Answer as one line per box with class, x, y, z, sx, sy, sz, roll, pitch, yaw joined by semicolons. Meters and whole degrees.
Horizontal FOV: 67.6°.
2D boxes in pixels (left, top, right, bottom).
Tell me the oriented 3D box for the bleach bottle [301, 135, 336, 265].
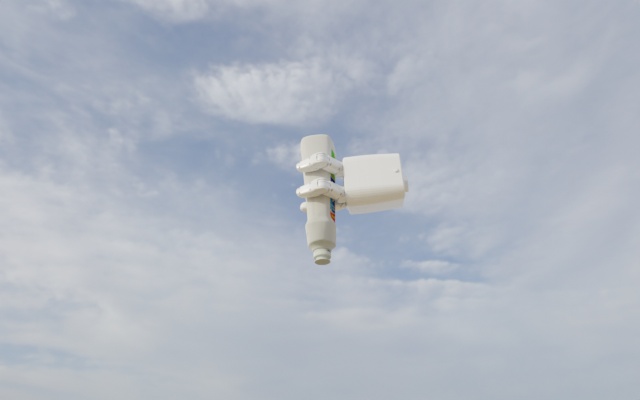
bleach bottle;0.000;0.003;0.897;0.068;0.250;0.103;-6;-30;6
